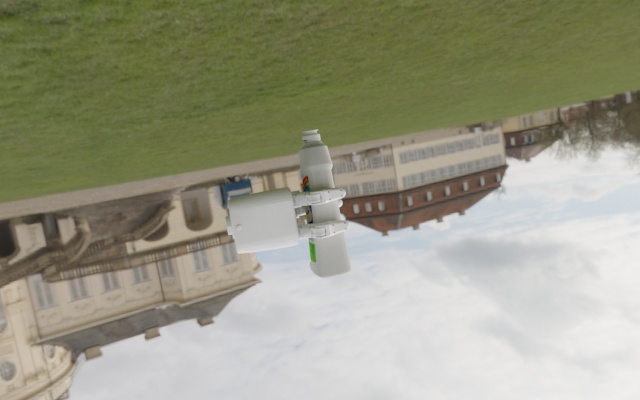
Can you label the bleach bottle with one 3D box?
[{"bbox_3d":[0.000,0.003,0.840,0.068,0.251,0.102,-10,6,-10],"label":"bleach bottle"}]
